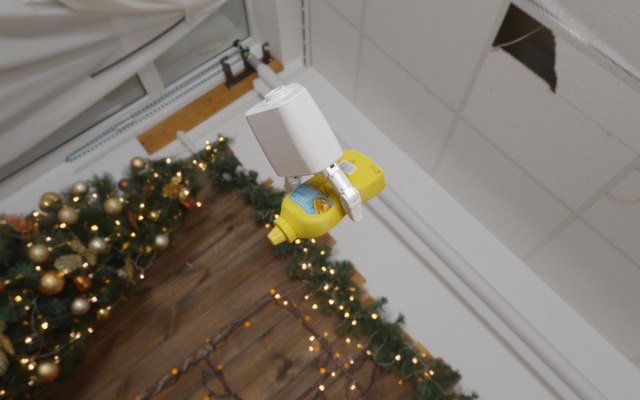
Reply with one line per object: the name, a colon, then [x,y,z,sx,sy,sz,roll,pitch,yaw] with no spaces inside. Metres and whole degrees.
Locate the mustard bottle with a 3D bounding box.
mustard bottle: [0.000,0.002,0.720,0.191,0.058,0.096,-37,46,-16]
